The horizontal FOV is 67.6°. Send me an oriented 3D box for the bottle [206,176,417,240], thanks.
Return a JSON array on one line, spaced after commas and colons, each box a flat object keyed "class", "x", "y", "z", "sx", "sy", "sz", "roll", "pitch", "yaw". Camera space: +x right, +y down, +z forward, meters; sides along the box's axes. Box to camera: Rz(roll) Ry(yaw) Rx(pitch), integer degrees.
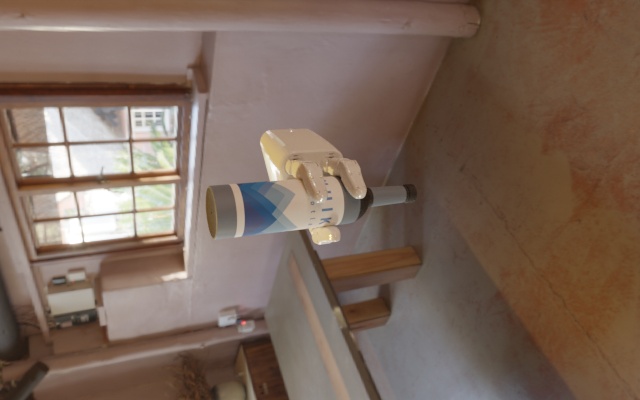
[{"class": "bottle", "x": 0.000, "y": 0.002, "z": 0.643, "sx": 0.296, "sy": 0.069, "sz": 0.069, "roll": -6, "pitch": 2, "yaw": -24}]
